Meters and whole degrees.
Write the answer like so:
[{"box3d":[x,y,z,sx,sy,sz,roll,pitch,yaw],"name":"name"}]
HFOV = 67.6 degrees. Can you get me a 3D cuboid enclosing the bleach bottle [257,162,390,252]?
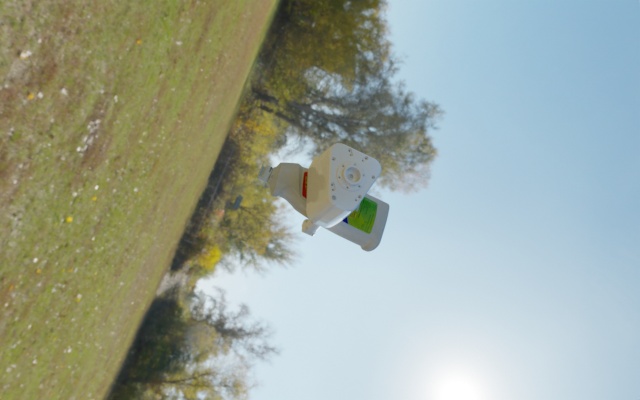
[{"box3d":[0.000,0.003,0.887,0.251,0.102,0.068,23,-22,-12],"name":"bleach bottle"}]
